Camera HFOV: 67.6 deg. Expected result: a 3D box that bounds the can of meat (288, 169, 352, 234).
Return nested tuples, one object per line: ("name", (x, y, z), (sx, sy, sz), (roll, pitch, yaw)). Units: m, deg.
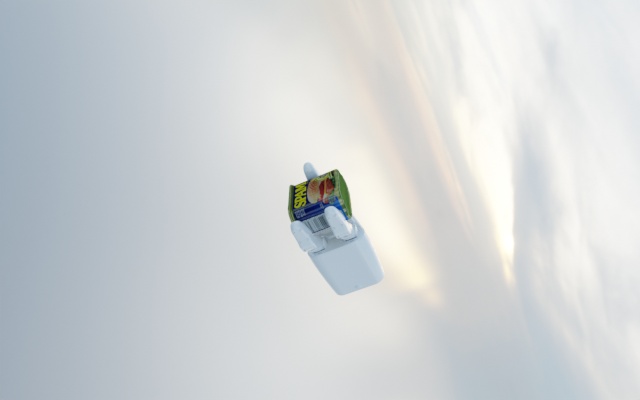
("can of meat", (0.000, 0.002, 0.735), (0.084, 0.057, 0.102), (-22, 30, 12))
